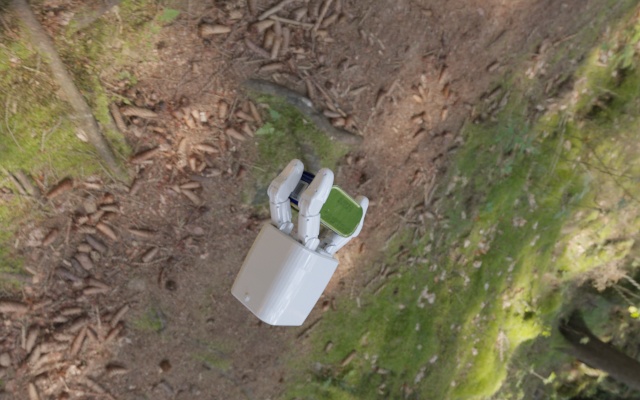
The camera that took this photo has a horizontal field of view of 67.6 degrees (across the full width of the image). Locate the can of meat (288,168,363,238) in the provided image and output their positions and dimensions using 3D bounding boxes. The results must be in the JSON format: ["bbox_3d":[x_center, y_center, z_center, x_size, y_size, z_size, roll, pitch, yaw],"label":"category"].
[{"bbox_3d":[0.000,0.002,0.655,0.084,0.057,0.102,28,-6,43],"label":"can of meat"}]
